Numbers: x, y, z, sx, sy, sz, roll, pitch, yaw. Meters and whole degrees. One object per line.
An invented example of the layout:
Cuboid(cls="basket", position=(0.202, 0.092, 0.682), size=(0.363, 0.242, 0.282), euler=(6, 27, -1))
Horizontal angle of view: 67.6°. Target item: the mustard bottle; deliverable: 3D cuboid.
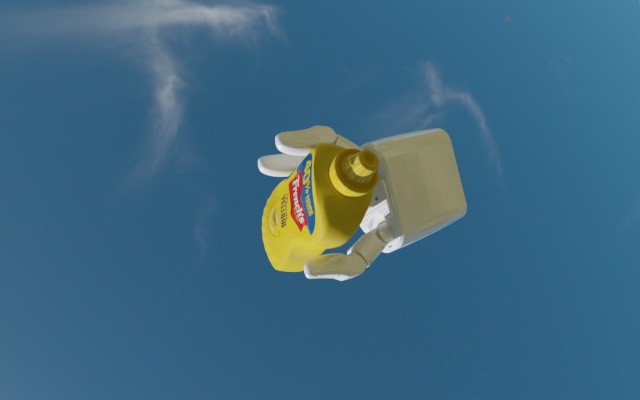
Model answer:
Cuboid(cls="mustard bottle", position=(0.000, 0.002, 0.455), size=(0.058, 0.096, 0.192), euler=(8, -24, -23))
